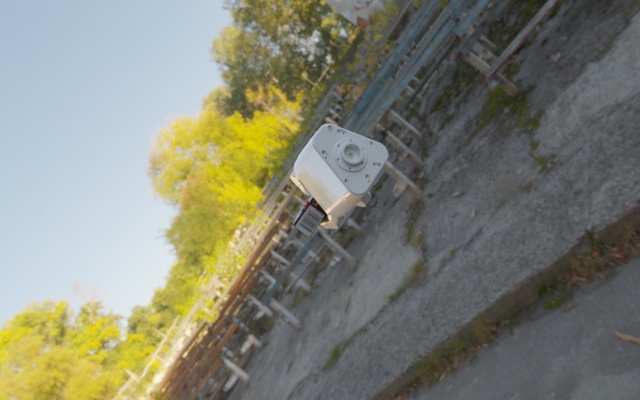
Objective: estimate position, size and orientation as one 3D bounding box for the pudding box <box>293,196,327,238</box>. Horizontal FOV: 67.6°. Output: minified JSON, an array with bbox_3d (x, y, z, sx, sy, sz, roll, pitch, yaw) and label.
[{"bbox_3d":[0.000,0.003,0.821,0.039,0.113,0.090,37,6,-3],"label":"pudding box"}]
